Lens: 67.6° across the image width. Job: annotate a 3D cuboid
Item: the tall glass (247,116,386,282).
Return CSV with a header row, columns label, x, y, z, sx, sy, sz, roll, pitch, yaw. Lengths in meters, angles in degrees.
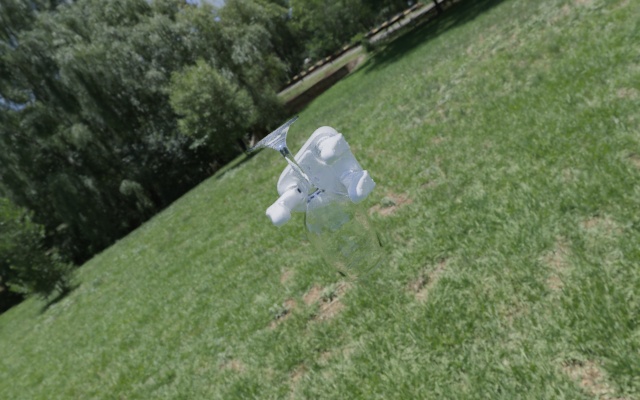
label,x,y,z,sx,sy,sz,roll,pitch,yaw
tall glass,0.000,0.001,0.576,0.079,0.201,0.079,-34,12,8
